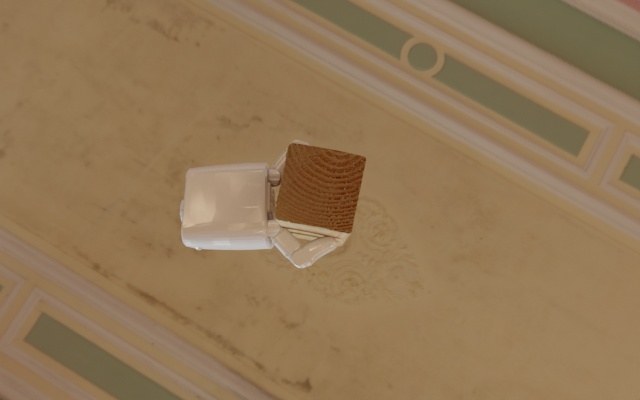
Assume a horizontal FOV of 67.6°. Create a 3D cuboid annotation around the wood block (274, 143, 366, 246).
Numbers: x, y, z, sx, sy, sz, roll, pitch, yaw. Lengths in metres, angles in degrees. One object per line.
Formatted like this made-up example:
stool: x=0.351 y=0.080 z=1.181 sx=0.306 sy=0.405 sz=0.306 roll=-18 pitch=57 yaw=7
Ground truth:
wood block: x=0.000 y=0.002 z=0.625 sx=0.090 sy=0.091 sz=0.206 roll=11 pitch=-9 yaw=2
